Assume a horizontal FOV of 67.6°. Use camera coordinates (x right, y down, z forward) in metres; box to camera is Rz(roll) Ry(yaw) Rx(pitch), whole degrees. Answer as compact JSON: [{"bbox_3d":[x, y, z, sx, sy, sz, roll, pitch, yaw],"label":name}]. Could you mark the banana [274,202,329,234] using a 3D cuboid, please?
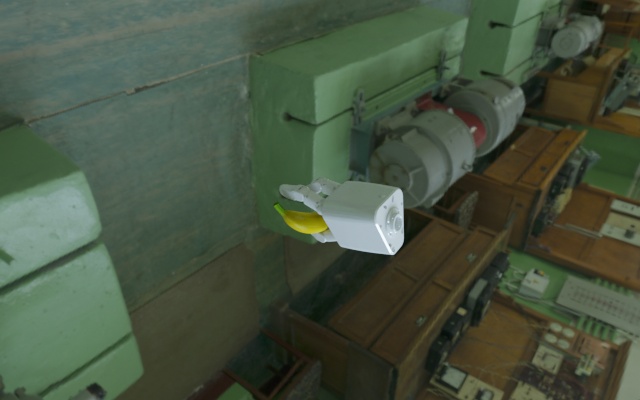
[{"bbox_3d":[0.002,0.022,0.882,0.037,0.069,0.198,-12,0,43],"label":"banana"}]
